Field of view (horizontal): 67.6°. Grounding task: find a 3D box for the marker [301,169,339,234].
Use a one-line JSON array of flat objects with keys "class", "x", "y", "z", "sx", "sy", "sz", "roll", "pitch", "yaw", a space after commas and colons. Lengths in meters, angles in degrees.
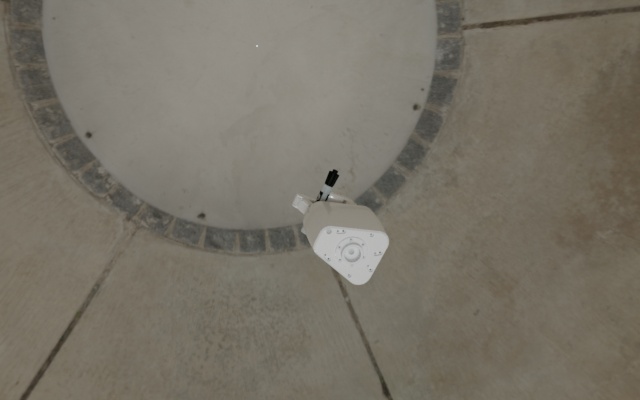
[{"class": "marker", "x": 0.000, "y": 0.003, "z": 0.807, "sx": 0.020, "sy": 0.121, "sz": 0.020, "roll": 25, "pitch": 13, "yaw": -6}]
